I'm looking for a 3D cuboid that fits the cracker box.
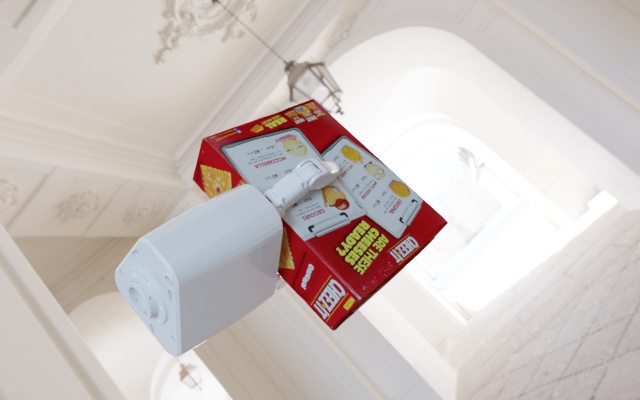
[{"bbox_3d":[0.000,0.001,0.497,0.164,0.213,0.072,-30,-21,-42],"label":"cracker box"}]
